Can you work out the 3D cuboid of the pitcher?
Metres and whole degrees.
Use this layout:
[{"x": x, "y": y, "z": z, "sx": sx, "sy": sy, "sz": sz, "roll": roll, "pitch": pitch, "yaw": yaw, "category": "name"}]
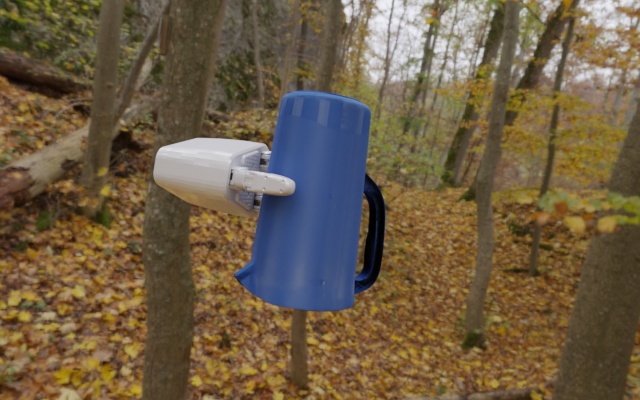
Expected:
[{"x": 0.000, "y": 0.002, "z": 0.574, "sx": 0.145, "sy": 0.243, "sz": 0.149, "roll": 9, "pitch": 2, "yaw": 20, "category": "pitcher"}]
